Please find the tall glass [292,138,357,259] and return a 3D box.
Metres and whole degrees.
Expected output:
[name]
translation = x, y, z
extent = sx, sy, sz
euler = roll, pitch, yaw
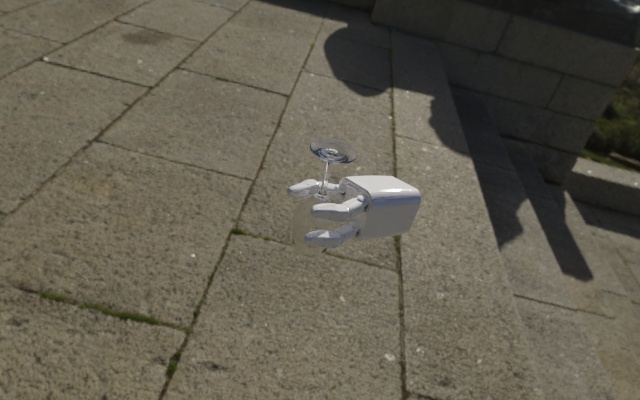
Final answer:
[tall glass]
translation = 0.000, 0.002, 0.788
extent = 0.079, 0.201, 0.079
euler = 10, 35, -7
